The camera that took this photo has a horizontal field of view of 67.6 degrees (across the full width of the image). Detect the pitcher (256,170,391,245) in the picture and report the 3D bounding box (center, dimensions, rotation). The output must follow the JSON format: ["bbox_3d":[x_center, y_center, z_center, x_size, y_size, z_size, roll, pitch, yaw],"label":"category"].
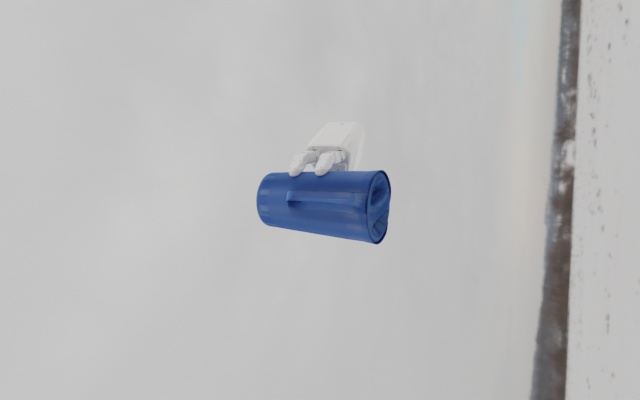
[{"bbox_3d":[0.000,0.003,0.892,0.243,0.149,0.145,4,41,26],"label":"pitcher"}]
